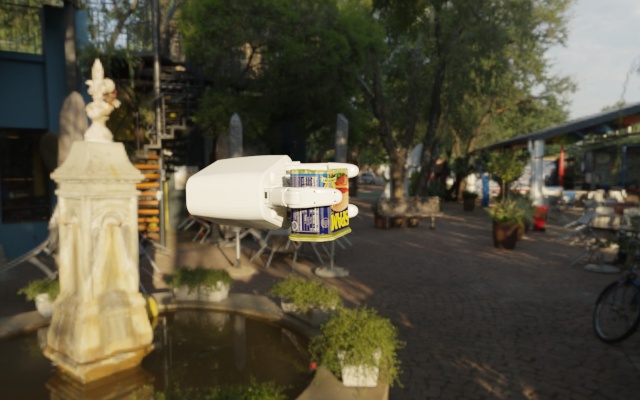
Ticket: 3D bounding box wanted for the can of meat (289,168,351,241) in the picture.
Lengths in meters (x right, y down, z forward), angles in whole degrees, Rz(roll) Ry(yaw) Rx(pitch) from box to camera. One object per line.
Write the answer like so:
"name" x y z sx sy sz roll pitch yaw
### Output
"can of meat" 0.000 0.002 0.595 0.057 0.084 0.102 0 4 21
